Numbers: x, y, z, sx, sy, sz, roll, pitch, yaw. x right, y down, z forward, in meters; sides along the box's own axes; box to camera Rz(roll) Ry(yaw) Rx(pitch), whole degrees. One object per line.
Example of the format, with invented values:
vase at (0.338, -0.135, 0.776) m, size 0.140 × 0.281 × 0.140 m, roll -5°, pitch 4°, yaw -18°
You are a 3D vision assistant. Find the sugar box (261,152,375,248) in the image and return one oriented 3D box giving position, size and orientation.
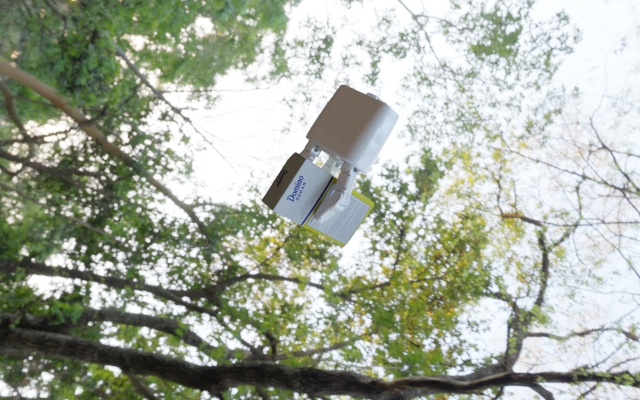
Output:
sugar box at (0.000, 0.002, 0.756) m, size 0.176 × 0.093 × 0.048 m, roll 32°, pitch 3°, yaw -40°
